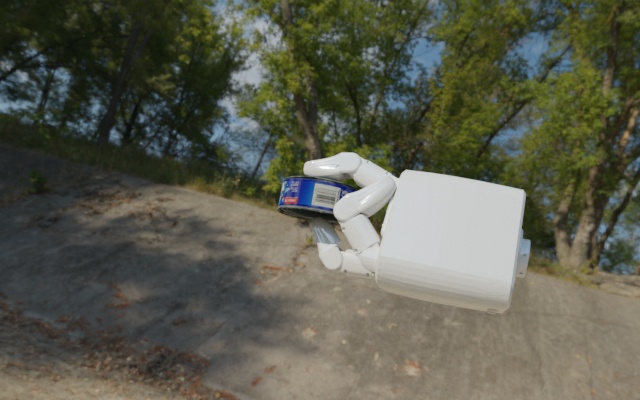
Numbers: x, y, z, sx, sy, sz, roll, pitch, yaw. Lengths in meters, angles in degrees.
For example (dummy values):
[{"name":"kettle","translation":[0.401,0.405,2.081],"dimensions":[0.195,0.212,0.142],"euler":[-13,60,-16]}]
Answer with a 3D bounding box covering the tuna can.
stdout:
[{"name":"tuna can","translation":[0.000,0.001,0.493],"dimensions":[0.086,0.033,0.086],"euler":[10,-9,2]}]
